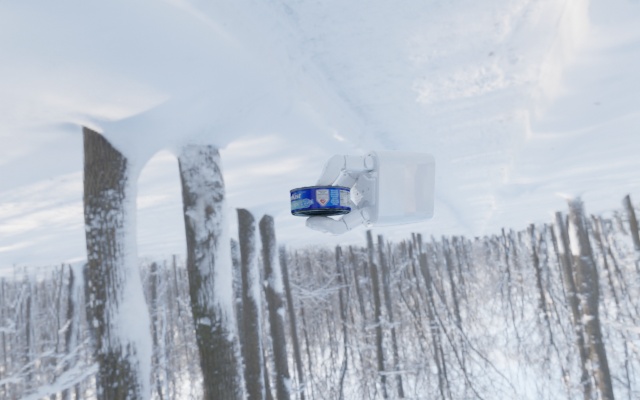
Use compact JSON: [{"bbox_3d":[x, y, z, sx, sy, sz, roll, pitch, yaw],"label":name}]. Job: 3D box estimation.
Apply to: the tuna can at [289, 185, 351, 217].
[{"bbox_3d":[0.000,0.003,0.665,0.086,0.033,0.086,-2,-8,0],"label":"tuna can"}]
